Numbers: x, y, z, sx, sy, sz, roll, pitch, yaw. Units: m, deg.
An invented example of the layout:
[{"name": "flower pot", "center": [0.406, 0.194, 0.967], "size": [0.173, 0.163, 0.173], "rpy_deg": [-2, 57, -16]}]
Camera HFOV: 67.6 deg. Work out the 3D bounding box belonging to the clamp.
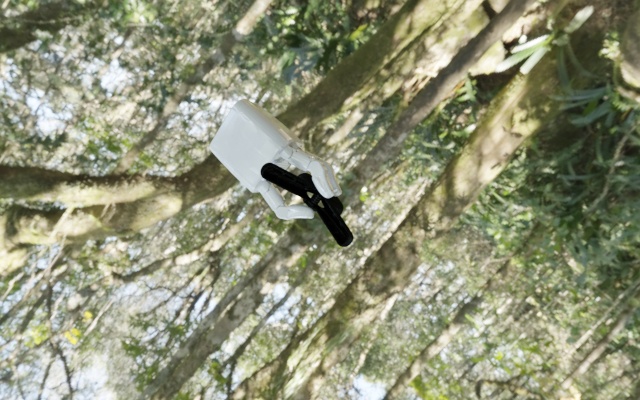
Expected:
[{"name": "clamp", "center": [0.000, 0.003, 0.752], "size": [0.164, 0.036, 0.210], "rpy_deg": [44, 11, 8]}]
